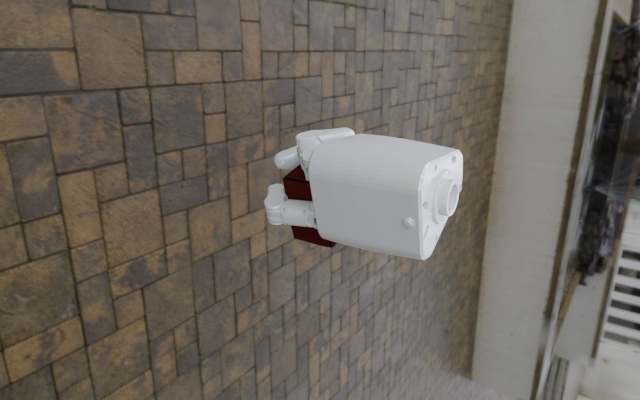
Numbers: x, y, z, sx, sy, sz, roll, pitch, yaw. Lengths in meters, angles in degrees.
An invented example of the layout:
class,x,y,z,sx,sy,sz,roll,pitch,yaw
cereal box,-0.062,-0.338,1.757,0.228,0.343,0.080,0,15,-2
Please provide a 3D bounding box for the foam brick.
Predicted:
class,x,y,z,sx,sy,sz,roll,pitch,yaw
foam brick,0.000,0.002,0.506,0.051,0.078,0.053,12,36,31
